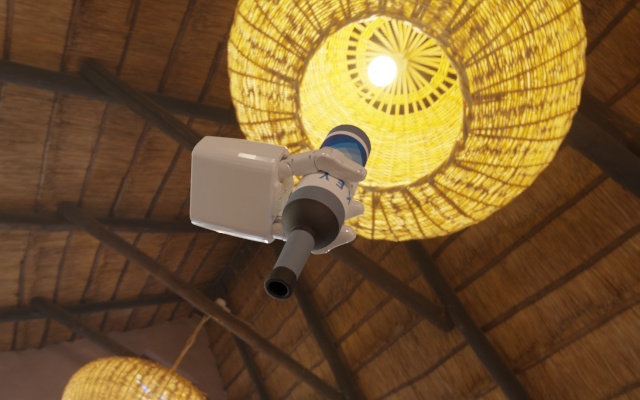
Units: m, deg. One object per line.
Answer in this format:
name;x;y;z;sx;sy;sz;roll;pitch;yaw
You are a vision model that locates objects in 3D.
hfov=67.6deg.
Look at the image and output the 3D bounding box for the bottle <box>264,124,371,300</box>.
bottle;0.000;0.002;0.551;0.069;0.069;0.295;0;32;18
